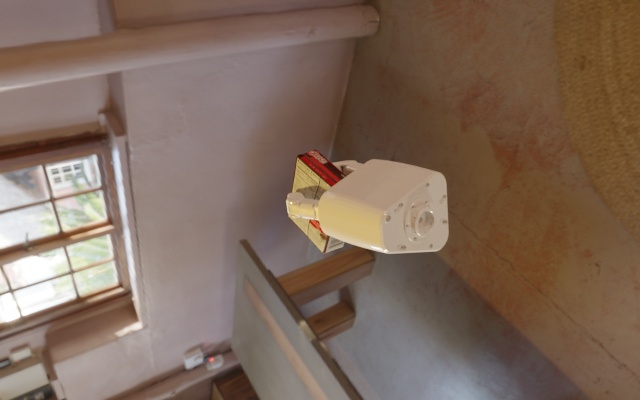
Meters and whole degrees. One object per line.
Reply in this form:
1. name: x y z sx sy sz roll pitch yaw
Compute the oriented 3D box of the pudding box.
1. pudding box: 0.000 0.002 0.641 0.039 0.114 0.090 -19 48 -34
